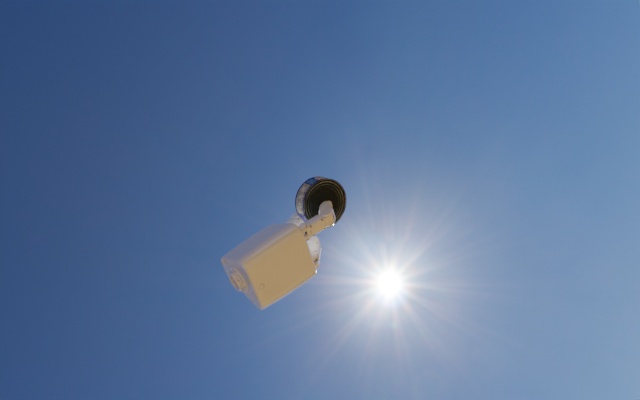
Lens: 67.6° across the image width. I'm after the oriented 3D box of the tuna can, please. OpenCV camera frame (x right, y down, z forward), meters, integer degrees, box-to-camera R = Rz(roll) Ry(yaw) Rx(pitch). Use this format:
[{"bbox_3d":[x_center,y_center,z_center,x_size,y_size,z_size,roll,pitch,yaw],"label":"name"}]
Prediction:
[{"bbox_3d":[0.000,0.003,0.813,0.086,0.086,0.033,0,11,-34],"label":"tuna can"}]
